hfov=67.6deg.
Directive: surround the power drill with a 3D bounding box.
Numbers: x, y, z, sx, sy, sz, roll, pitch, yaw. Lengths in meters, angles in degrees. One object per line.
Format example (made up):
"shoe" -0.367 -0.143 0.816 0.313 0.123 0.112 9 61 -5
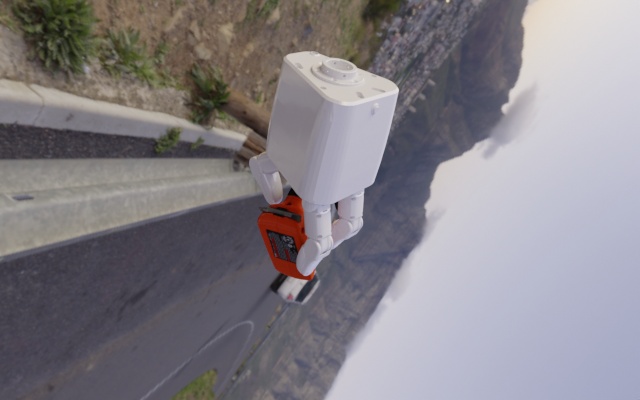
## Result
"power drill" 0.000 0.002 0.591 0.057 0.187 0.185 11 -39 23
